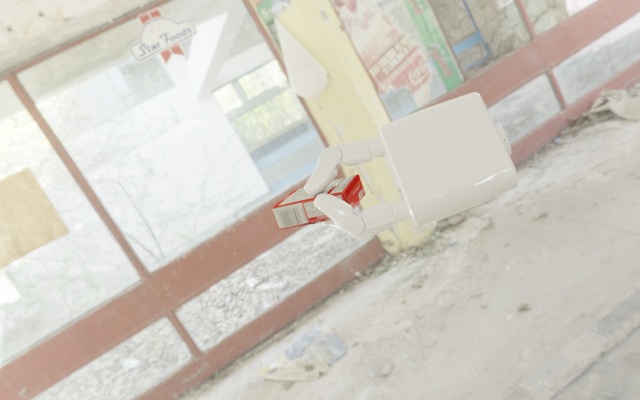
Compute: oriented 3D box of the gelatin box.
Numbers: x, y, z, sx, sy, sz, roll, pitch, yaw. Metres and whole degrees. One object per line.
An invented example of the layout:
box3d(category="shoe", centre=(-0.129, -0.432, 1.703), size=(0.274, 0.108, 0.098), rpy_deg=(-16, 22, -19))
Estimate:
box3d(category="gelatin box", centre=(0.000, 0.001, 0.546), size=(0.089, 0.030, 0.073), rpy_deg=(-12, 14, 21))
